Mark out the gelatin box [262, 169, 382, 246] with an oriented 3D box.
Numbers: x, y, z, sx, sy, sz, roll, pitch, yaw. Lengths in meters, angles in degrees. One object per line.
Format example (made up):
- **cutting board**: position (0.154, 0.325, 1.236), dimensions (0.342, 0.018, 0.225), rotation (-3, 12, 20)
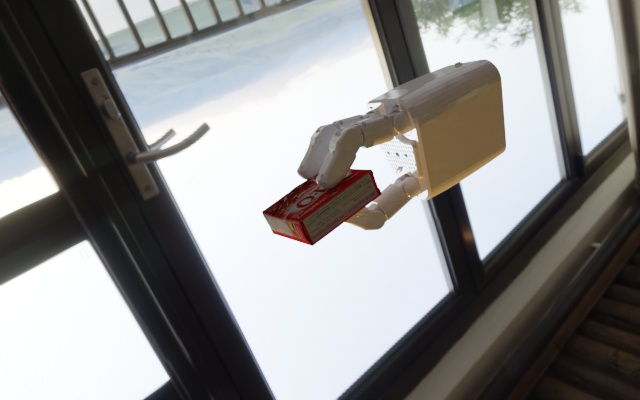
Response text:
- **gelatin box**: position (0.000, 0.002, 0.446), dimensions (0.089, 0.030, 0.073), rotation (-36, 23, -24)
